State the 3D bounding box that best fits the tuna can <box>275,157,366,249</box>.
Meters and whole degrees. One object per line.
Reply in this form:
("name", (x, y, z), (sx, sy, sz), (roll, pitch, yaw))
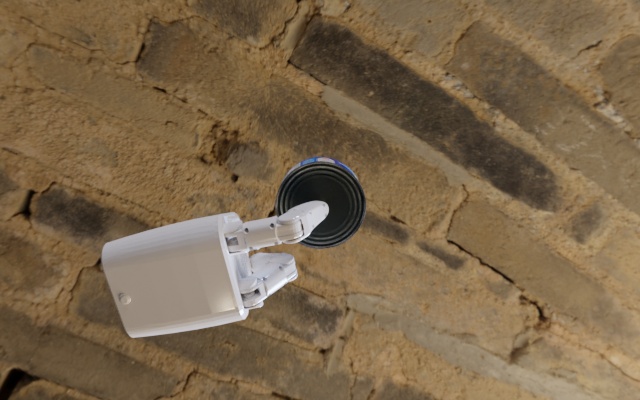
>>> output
("tuna can", (0.000, 0.001, 0.465), (0.086, 0.086, 0.033), (0, 15, -1))
